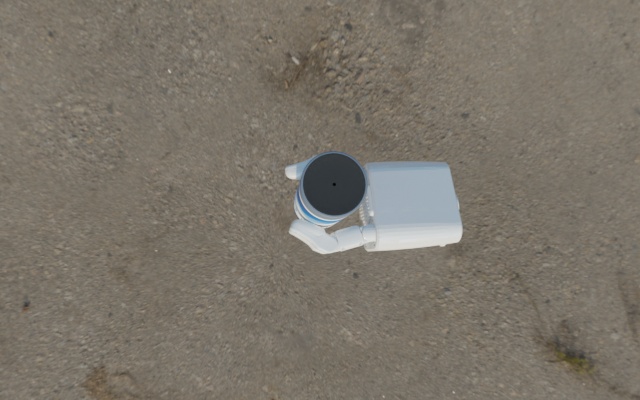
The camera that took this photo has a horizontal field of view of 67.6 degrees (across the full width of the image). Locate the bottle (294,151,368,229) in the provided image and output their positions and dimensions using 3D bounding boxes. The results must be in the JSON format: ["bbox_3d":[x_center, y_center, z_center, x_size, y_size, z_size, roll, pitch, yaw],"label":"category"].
[{"bbox_3d":[0.000,0.002,0.611,0.069,0.069,0.296,0,-7,-5],"label":"bottle"}]
